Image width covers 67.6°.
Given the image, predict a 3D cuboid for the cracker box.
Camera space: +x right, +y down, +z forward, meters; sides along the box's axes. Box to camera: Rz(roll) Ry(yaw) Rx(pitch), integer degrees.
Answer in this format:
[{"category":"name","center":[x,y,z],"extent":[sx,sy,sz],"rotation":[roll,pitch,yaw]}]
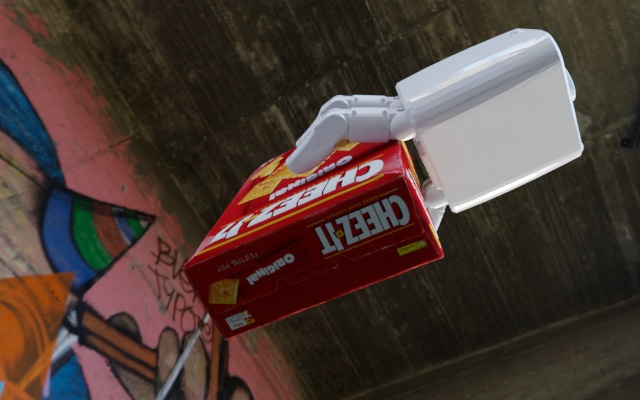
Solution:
[{"category":"cracker box","center":[0.000,0.001,0.402],"extent":[0.164,0.072,0.213],"rotation":[-24,17,14]}]
